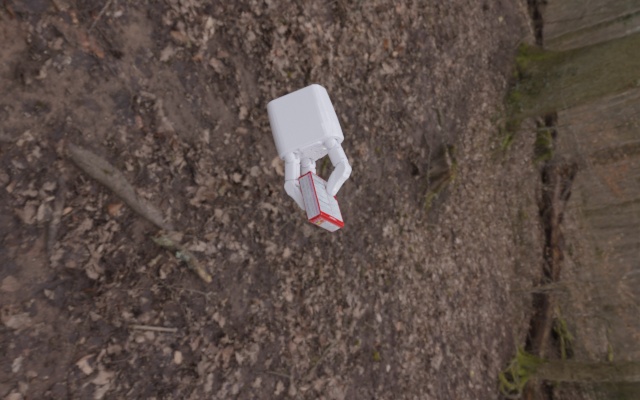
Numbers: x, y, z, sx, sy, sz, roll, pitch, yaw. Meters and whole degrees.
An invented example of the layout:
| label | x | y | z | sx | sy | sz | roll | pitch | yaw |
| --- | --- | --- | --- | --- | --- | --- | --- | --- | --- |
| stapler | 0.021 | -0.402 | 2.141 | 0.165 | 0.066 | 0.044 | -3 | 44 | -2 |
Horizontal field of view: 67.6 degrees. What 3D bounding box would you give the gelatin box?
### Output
| label | x | y | z | sx | sy | sz | roll | pitch | yaw |
| --- | --- | --- | --- | --- | --- | --- | --- | --- | --- |
| gelatin box | 0.001 | 0.003 | 0.814 | 0.030 | 0.089 | 0.073 | -29 | -32 | 23 |
